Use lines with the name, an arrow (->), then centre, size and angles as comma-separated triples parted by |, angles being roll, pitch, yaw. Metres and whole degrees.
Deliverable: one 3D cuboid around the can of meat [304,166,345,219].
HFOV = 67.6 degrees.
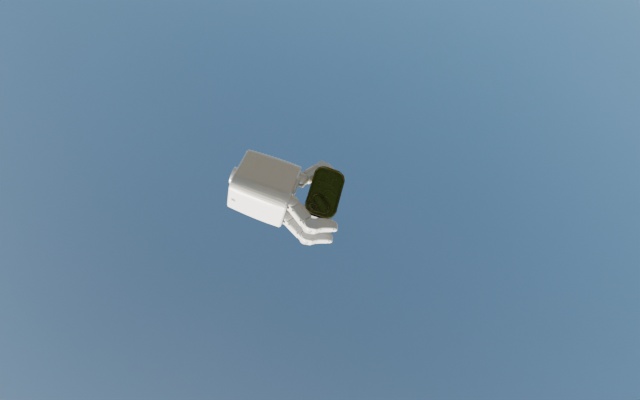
can of meat -> 0.000, 0.003, 0.878 | 0.057, 0.102, 0.084 | 18, -31, -4
